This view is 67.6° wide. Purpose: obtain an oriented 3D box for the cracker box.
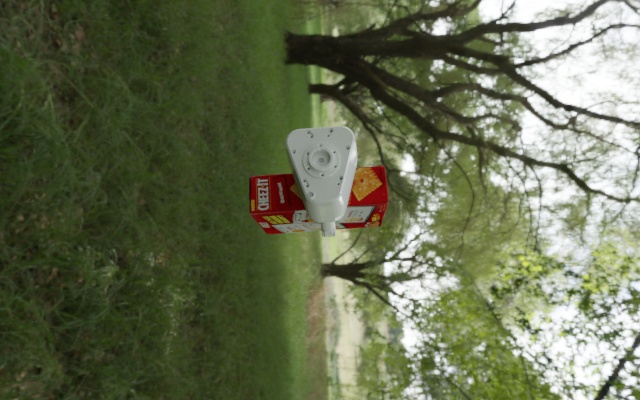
[{"bbox_3d":[0.000,0.003,0.808,0.214,0.072,0.164,-4,-16,2],"label":"cracker box"}]
